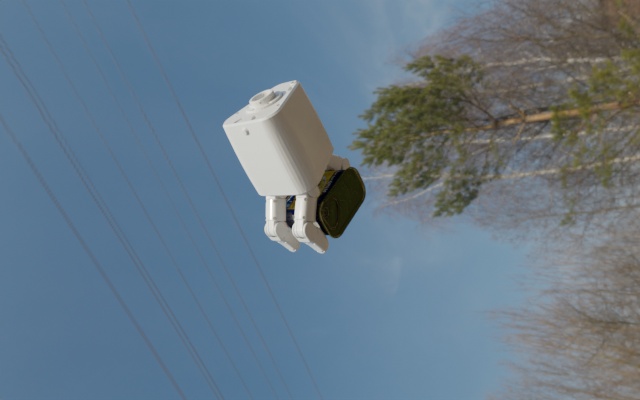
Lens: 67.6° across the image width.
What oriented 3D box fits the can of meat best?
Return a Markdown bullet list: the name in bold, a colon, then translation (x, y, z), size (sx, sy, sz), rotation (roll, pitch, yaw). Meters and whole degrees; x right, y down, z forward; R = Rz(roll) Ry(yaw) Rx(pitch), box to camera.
- **can of meat**: translation (0.000, 0.002, 0.653), size (0.084, 0.057, 0.102), rotation (-1, 41, 39)
